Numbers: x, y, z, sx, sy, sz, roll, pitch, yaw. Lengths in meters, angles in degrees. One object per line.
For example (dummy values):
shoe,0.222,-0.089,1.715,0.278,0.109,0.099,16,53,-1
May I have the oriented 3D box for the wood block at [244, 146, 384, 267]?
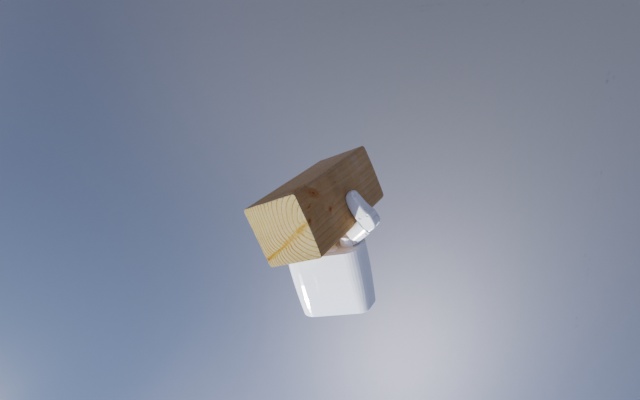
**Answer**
wood block,0.000,0.003,0.686,0.091,0.090,0.206,-15,14,35
